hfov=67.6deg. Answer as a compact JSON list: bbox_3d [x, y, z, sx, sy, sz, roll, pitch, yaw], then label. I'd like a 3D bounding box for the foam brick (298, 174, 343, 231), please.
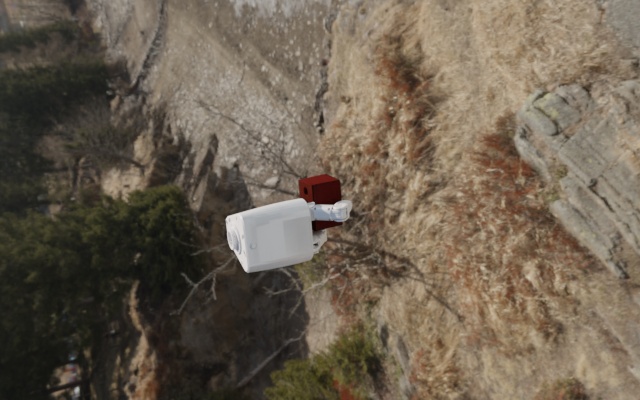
[{"bbox_3d":[0.000,0.002,0.769,0.051,0.078,0.053,-11,16,-24],"label":"foam brick"}]
